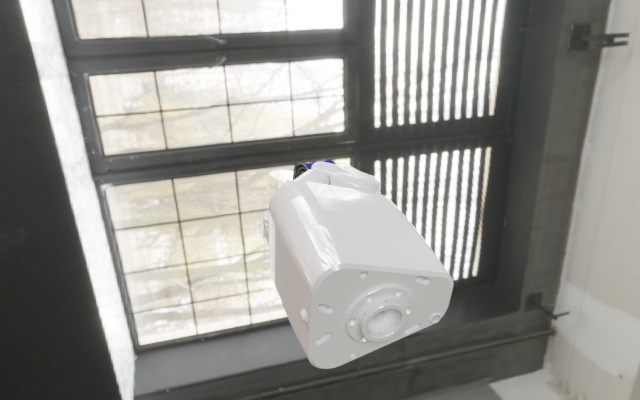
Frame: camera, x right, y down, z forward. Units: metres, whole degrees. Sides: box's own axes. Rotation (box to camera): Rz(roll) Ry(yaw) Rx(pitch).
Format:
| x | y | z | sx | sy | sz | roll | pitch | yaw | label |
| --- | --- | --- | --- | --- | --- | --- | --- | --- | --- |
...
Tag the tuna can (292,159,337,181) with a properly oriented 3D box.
| x | y | z | sx | sy | sz | roll | pitch | yaw | label |
| --- | --- | --- | --- | --- | --- | --- | --- | --- | --- |
| 0.001 | 0.001 | 0.488 | 0.034 | 0.086 | 0.086 | -11 | 3 | -18 | tuna can |
